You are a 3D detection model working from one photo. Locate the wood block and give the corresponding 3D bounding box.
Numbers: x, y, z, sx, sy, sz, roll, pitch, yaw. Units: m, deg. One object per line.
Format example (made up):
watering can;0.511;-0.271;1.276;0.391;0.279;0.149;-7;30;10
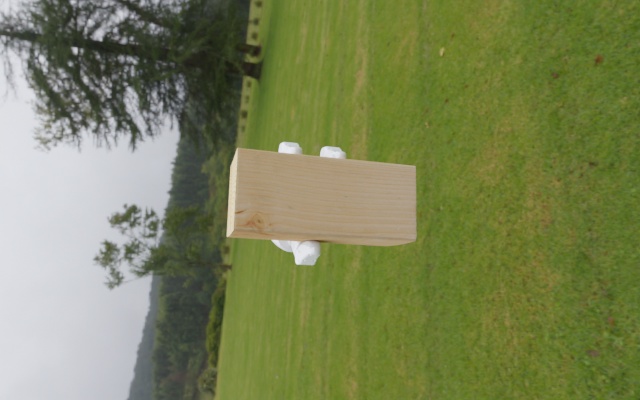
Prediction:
wood block;0.000;0.002;0.561;0.206;0.091;0.090;4;-10;-15
